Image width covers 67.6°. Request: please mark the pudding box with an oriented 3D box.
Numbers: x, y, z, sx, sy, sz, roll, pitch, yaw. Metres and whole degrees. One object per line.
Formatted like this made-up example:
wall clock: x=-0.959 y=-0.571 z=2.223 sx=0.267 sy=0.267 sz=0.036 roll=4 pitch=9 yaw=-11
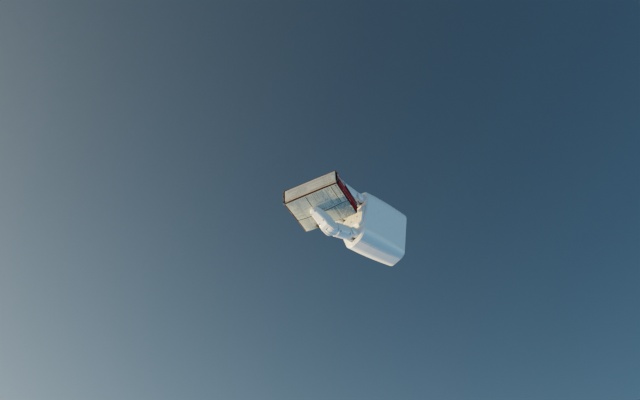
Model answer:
pudding box: x=0.000 y=0.003 z=0.885 sx=0.113 sy=0.039 sz=0.090 roll=-22 pitch=-50 yaw=16
